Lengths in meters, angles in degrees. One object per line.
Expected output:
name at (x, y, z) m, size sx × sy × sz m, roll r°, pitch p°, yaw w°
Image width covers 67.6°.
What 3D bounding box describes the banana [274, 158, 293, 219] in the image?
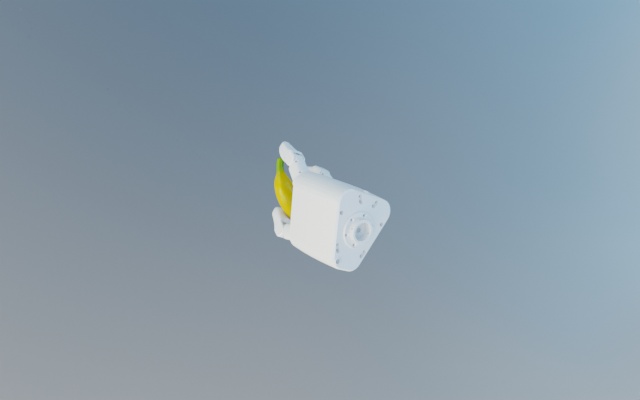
banana at (-0.012, 0.016, 0.771) m, size 0.198 × 0.069 × 0.037 m, roll 42°, pitch -17°, yaw -34°
